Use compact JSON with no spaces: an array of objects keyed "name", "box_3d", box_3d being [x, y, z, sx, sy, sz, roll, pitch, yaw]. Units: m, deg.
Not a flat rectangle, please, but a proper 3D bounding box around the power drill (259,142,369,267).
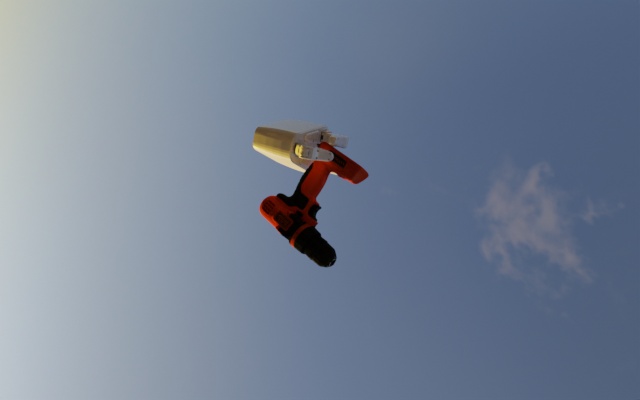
[{"name":"power drill","box_3d":[0.000,0.002,0.858,0.184,0.187,0.057,39,1,25]}]
